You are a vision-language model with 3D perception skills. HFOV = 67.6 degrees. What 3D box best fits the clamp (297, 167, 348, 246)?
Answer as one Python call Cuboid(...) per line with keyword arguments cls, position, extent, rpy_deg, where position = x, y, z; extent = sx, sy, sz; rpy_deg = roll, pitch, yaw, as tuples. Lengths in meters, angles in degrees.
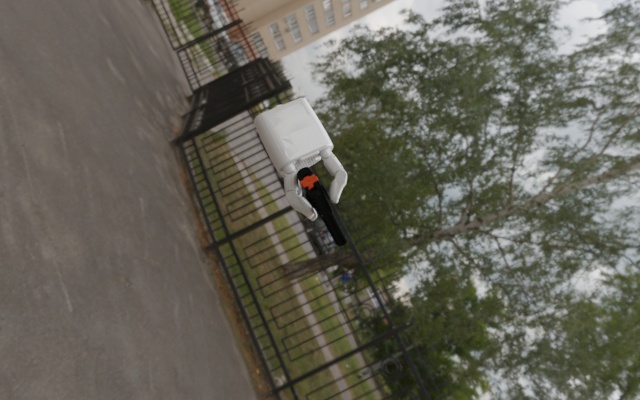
Cuboid(cls="clamp", position=(0.001, 0.002, 0.847), extent=(0.036, 0.164, 0.210), rpy_deg=(-30, -9, 0))
